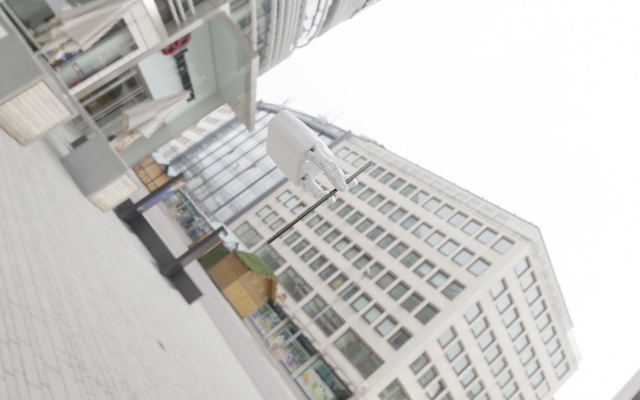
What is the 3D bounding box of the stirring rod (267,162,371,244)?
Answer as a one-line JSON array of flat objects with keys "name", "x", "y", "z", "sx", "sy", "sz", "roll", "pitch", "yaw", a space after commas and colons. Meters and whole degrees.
[{"name": "stirring rod", "x": 0.000, "y": 0.003, "z": 0.865, "sx": 0.239, "sy": 0.011, "sz": 0.011, "roll": -38, "pitch": 10, "yaw": -14}]
